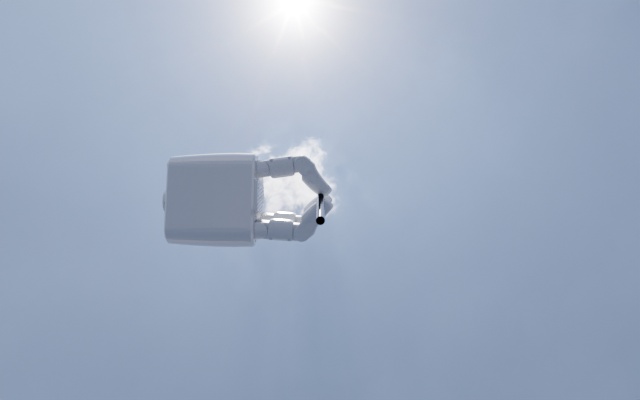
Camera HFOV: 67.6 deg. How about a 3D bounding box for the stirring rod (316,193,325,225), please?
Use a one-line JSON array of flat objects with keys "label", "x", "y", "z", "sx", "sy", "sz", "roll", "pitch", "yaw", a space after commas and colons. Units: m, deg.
[{"label": "stirring rod", "x": 0.000, "y": 0.002, "z": 0.534, "sx": 0.011, "sy": 0.011, "sz": 0.239, "roll": 0, "pitch": 8, "yaw": 0}]
